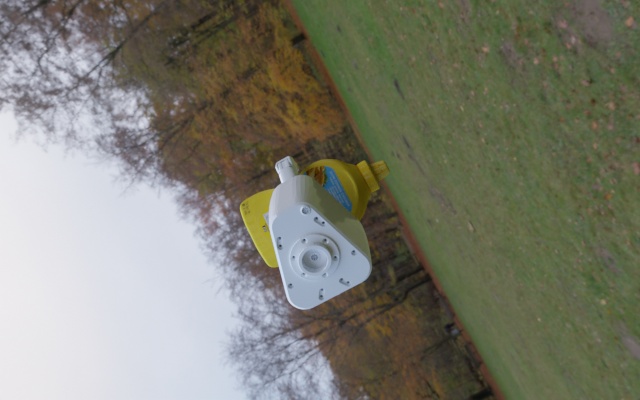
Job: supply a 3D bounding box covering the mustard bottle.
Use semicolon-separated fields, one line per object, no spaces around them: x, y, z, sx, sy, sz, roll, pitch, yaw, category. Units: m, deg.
0.000;0.002;0.611;0.191;0.096;0.058;-29;-10;6;mustard bottle
